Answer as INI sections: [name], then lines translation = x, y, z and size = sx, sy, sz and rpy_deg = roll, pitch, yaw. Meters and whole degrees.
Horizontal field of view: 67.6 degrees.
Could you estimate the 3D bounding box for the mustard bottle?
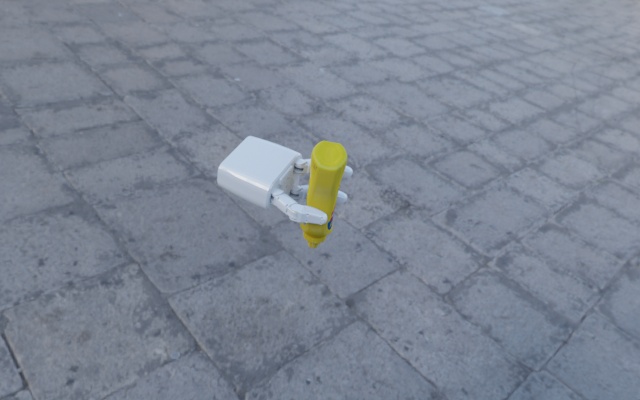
[mustard bottle]
translation = 0.000, 0.003, 0.811
size = 0.058, 0.192, 0.096
rpy_deg = 9, 33, -2
